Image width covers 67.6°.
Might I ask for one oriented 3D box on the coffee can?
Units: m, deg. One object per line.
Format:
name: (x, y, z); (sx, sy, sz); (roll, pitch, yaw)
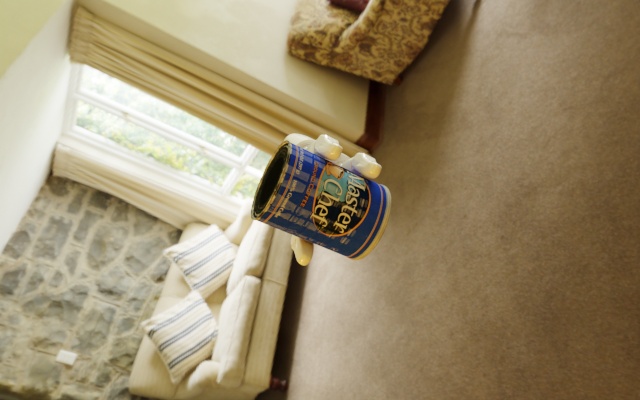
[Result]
coffee can: (0.000, 0.002, 0.584); (0.140, 0.103, 0.103); (24, -8, -19)
